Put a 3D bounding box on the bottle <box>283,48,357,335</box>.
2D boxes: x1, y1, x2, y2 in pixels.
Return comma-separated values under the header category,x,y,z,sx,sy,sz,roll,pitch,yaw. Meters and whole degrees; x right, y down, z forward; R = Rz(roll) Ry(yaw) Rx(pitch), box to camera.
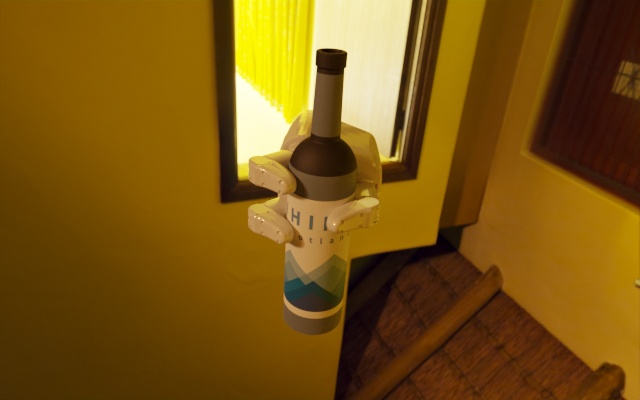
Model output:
category,x,y,z,sx,sy,sz,roll,pitch,yaw
bottle,0.000,0.002,0.478,0.069,0.296,0.069,3,28,-2
